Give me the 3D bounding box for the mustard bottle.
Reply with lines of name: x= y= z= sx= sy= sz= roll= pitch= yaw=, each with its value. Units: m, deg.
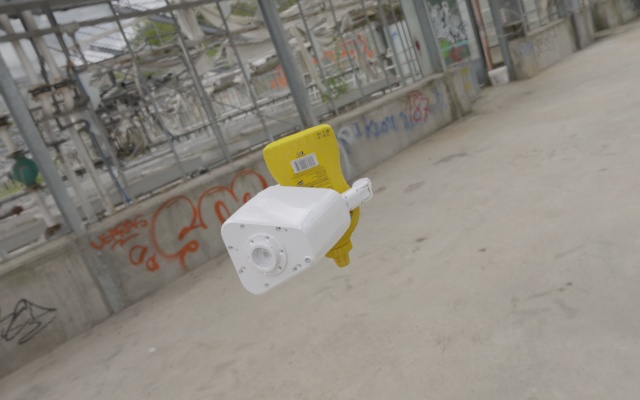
mustard bottle: x=0.000 y=0.002 z=0.641 sx=0.096 sy=0.192 sz=0.058 roll=-20 pitch=13 yaw=3
